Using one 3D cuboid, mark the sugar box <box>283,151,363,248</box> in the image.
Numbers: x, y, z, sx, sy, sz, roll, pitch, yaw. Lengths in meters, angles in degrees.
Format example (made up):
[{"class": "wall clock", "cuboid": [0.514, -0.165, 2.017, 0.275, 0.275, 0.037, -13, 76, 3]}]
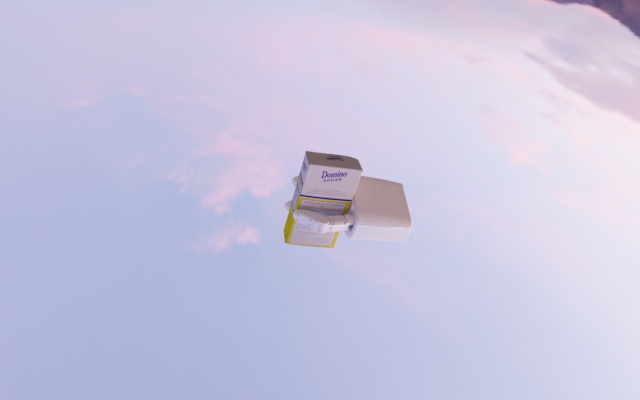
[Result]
[{"class": "sugar box", "cuboid": [0.000, 0.002, 0.812, 0.093, 0.176, 0.048, 6, 35, -17]}]
